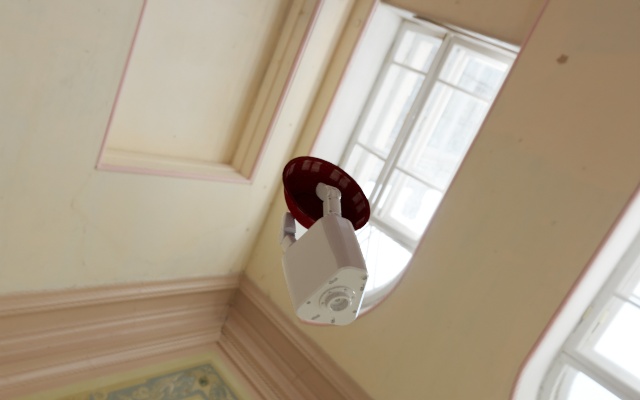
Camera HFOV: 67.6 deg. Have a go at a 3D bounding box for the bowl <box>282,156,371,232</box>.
[{"bbox_3d":[0.000,0.002,0.785,0.162,0.162,0.055,0,-40,-38],"label":"bowl"}]
